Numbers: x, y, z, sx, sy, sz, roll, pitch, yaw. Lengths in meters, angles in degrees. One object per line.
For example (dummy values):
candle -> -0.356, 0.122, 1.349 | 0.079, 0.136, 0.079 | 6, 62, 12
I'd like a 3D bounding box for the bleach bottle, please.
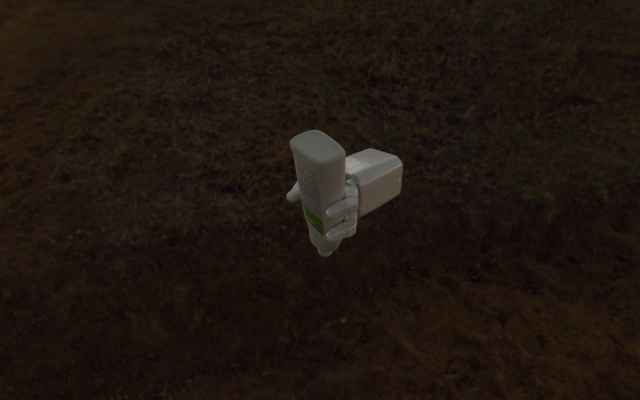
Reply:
bleach bottle -> 0.000, 0.003, 0.875 | 0.068, 0.251, 0.102 | -27, 47, -25
